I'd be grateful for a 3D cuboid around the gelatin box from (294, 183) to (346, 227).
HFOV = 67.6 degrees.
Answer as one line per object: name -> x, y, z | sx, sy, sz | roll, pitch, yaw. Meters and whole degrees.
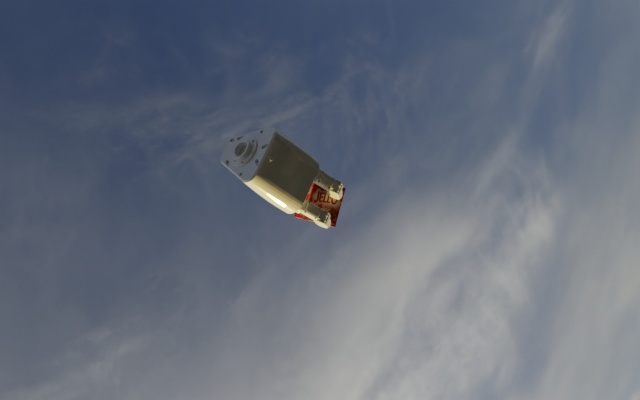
gelatin box -> 0.000, 0.003, 0.830 | 0.030, 0.073, 0.089 | 13, -3, 40
